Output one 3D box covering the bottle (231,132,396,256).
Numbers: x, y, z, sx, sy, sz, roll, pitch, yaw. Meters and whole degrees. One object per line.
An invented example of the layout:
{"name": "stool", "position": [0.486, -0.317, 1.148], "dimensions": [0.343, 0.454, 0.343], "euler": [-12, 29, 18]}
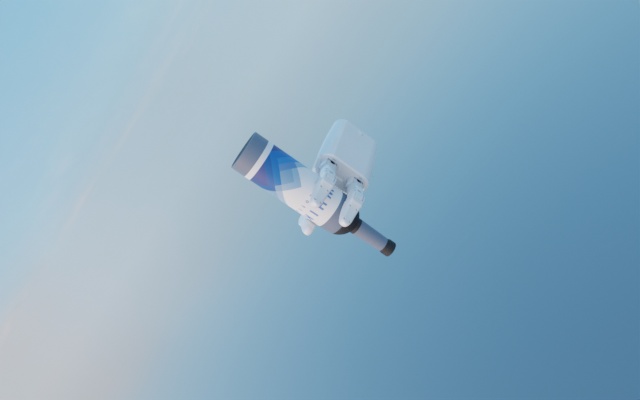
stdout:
{"name": "bottle", "position": [0.000, 0.002, 0.763], "dimensions": [0.296, 0.069, 0.069], "euler": [34, -10, -14]}
